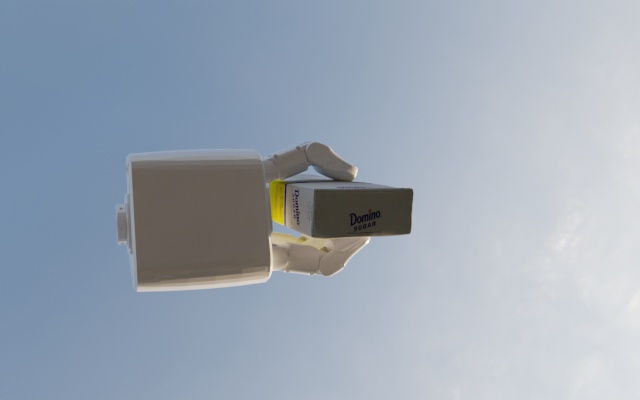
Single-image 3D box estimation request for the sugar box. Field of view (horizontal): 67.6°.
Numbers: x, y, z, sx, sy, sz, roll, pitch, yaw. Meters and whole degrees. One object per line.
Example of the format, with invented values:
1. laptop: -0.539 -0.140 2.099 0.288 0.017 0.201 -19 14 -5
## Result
1. sugar box: 0.000 0.002 0.456 0.093 0.048 0.176 -1 9 -24
